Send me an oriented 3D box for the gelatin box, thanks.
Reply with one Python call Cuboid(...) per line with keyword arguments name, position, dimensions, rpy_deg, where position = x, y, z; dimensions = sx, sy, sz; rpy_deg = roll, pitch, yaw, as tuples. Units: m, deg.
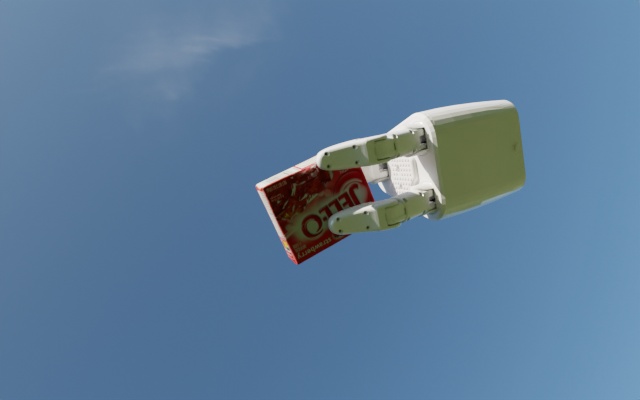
Cuboid(name="gelatin box", position=(0.000, 0.001, 0.414), dimensions=(0.089, 0.073, 0.030), rpy_deg=(-27, 15, -15))
